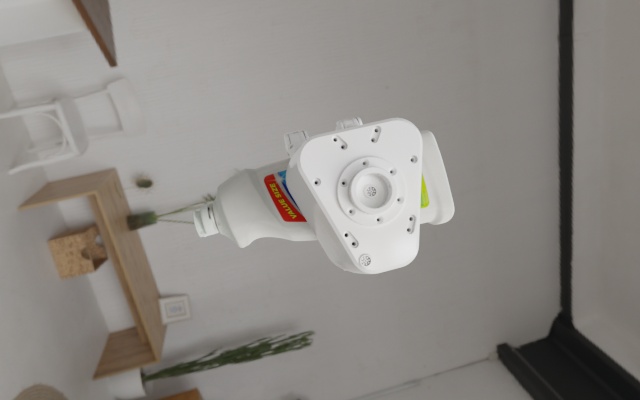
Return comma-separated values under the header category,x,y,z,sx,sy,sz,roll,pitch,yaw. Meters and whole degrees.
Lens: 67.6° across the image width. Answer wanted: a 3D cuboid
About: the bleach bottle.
category,x,y,z,sx,sy,sz,roll,pitch,yaw
bleach bottle,0.000,0.001,0.488,0.251,0.102,0.068,-13,-5,-7
